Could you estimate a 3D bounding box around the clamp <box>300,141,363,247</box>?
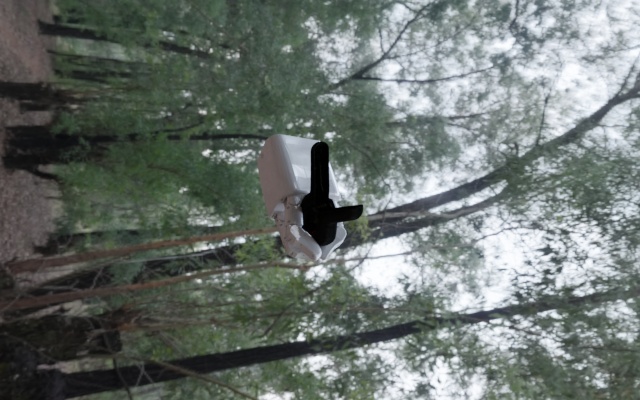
[{"bbox_3d":[0.001,0.002,0.667,0.039,0.120,0.171,-7,-24,-26],"label":"clamp"}]
